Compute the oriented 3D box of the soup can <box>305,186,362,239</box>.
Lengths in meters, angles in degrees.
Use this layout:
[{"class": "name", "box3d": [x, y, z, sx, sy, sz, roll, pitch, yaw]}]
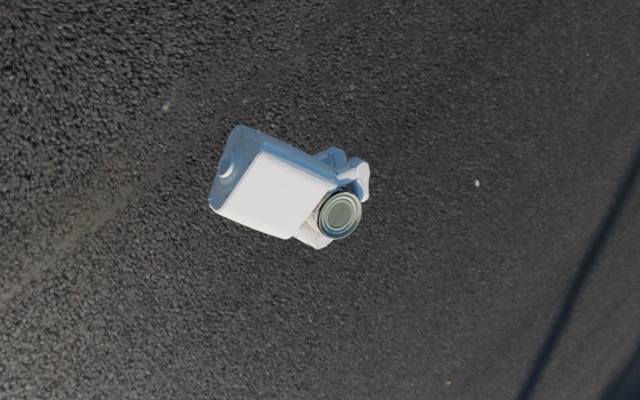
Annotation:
[{"class": "soup can", "box3d": [0.001, 0.002, 0.639, 0.068, 0.068, 0.102, 0, 20, -33]}]
